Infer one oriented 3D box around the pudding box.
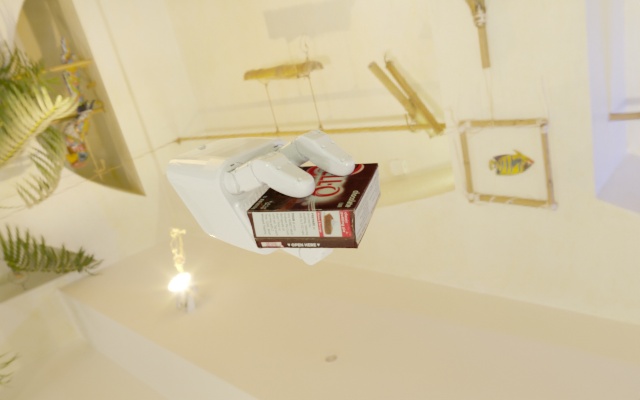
[{"bbox_3d":[0.000,0.002,0.419,0.090,0.039,0.113,-2,24,18],"label":"pudding box"}]
